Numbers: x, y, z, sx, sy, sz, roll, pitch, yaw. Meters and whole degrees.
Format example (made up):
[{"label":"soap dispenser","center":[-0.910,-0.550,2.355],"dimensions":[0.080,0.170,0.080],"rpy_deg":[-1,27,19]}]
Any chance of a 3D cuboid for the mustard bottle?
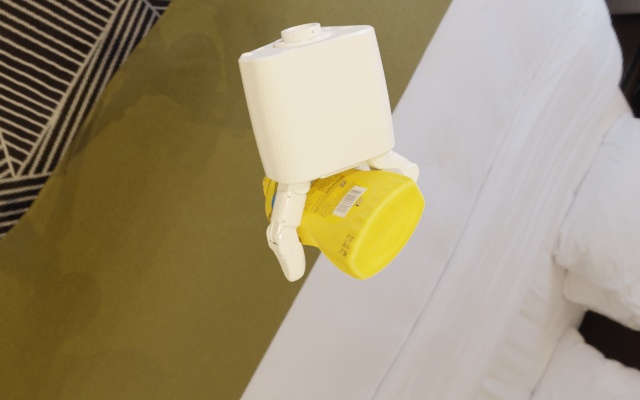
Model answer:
[{"label":"mustard bottle","center":[0.000,0.002,0.464],"dimensions":[0.191,0.096,0.058],"rpy_deg":[22,-23,49]}]
